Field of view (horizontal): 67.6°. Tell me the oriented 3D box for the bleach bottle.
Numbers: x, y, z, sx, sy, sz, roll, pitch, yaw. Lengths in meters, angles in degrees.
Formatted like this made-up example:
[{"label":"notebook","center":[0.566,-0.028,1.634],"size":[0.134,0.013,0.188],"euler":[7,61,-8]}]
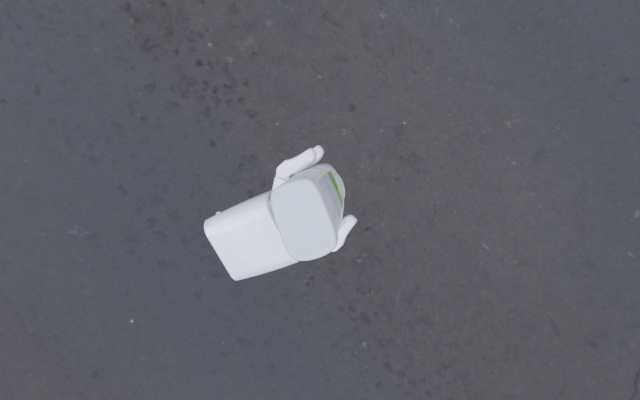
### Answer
[{"label":"bleach bottle","center":[0.000,0.002,0.685],"size":[0.068,0.102,0.251],"euler":[-18,6,13]}]
